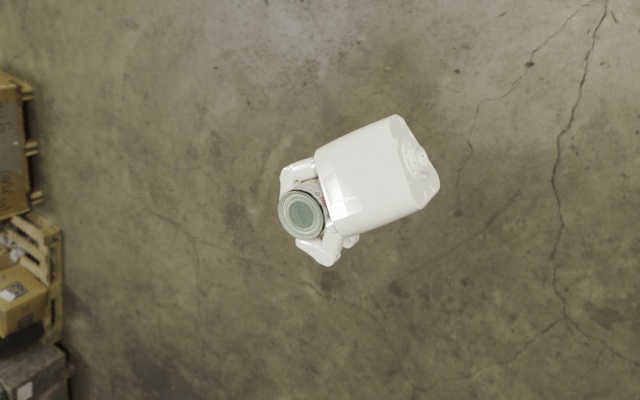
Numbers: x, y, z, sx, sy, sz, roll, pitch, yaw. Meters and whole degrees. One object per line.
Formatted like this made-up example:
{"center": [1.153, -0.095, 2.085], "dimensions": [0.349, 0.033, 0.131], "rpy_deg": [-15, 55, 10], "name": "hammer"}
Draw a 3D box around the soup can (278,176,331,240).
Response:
{"center": [0.000, 0.002, 0.617], "dimensions": [0.068, 0.068, 0.102], "rpy_deg": [0, 20, 31], "name": "soup can"}
